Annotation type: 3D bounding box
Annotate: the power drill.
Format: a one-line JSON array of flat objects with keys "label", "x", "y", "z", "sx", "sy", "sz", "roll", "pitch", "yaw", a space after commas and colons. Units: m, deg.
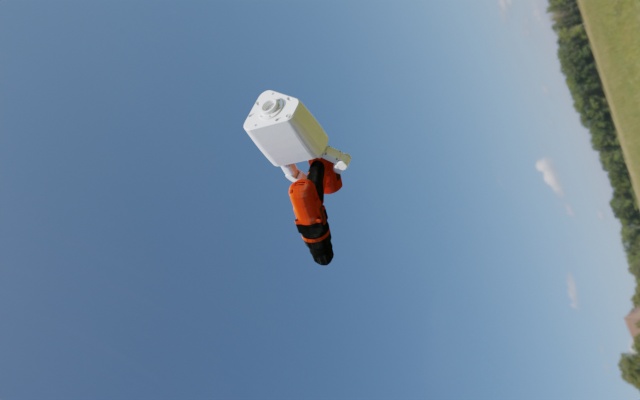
[{"label": "power drill", "x": 0.000, "y": 0.002, "z": 0.897, "sx": 0.057, "sy": 0.185, "sz": 0.187, "roll": -5, "pitch": 37, "yaw": 14}]
